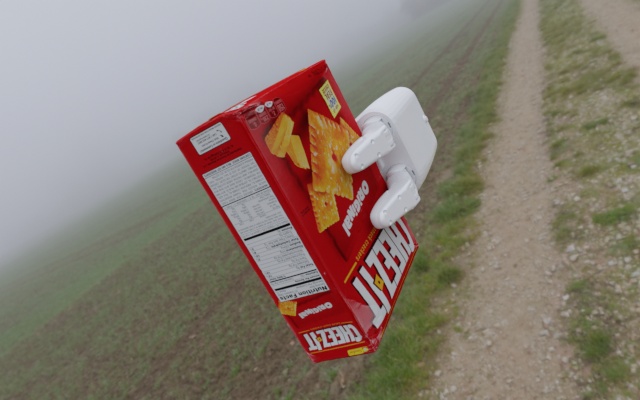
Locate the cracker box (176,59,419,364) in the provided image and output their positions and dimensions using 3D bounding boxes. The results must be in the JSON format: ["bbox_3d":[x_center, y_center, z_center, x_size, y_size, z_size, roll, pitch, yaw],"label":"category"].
[{"bbox_3d":[0.000,0.001,0.418,0.072,0.214,0.164,-21,16,32],"label":"cracker box"}]
